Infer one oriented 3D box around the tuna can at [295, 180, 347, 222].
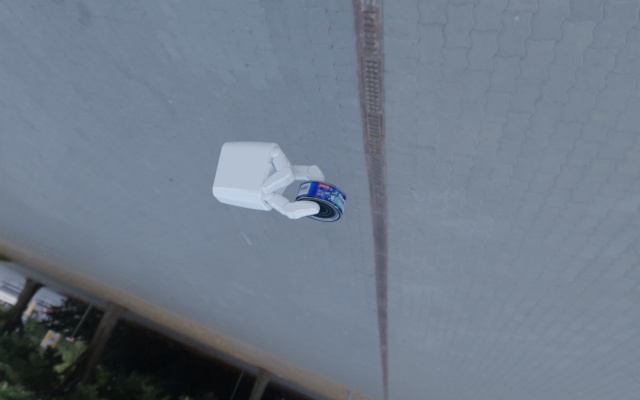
[{"bbox_3d":[0.000,0.003,0.815,0.086,0.033,0.086,14,-28,7],"label":"tuna can"}]
